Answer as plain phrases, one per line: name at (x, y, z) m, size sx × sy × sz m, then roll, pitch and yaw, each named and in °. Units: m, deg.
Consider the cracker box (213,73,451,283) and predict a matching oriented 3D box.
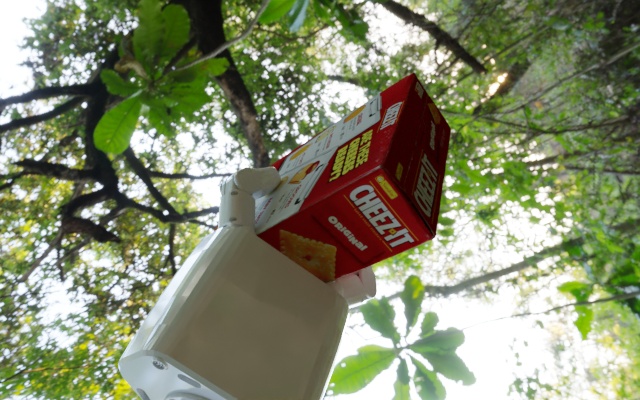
cracker box at (0.000, 0.001, 0.411) m, size 0.214 × 0.072 × 0.164 m, roll -28°, pitch 22°, yaw 33°
